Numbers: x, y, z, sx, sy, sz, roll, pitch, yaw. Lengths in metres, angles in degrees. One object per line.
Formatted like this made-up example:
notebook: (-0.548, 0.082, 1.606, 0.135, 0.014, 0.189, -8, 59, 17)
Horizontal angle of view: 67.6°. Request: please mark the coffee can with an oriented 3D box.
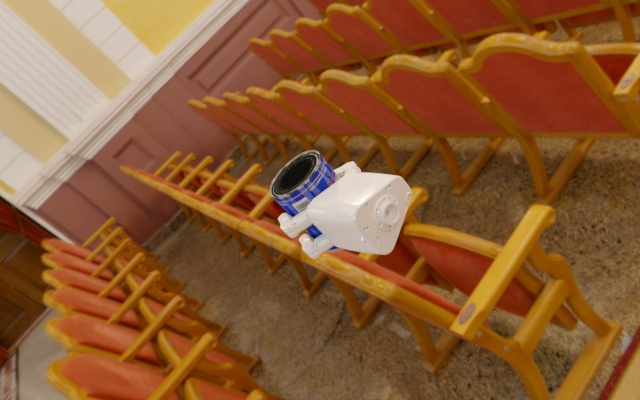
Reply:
coffee can: (0.000, 0.003, 0.782, 0.103, 0.102, 0.140, 0, -41, 52)
